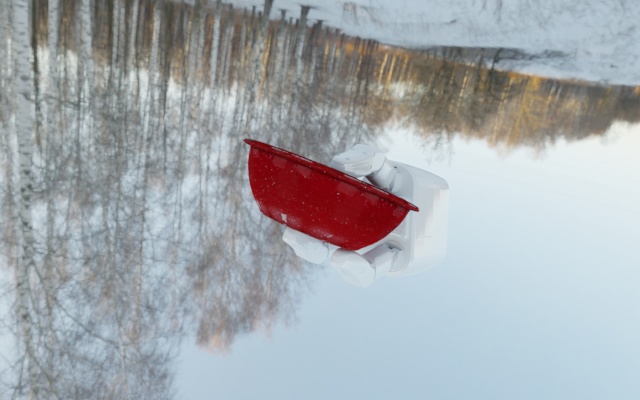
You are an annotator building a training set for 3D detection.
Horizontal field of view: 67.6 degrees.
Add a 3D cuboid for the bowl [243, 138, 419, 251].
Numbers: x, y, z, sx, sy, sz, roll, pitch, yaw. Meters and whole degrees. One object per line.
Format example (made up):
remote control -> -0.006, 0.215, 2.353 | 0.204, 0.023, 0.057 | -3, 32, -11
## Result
bowl -> -0.001, 0.001, 0.414 | 0.162, 0.055, 0.162 | 22, 0, 0
